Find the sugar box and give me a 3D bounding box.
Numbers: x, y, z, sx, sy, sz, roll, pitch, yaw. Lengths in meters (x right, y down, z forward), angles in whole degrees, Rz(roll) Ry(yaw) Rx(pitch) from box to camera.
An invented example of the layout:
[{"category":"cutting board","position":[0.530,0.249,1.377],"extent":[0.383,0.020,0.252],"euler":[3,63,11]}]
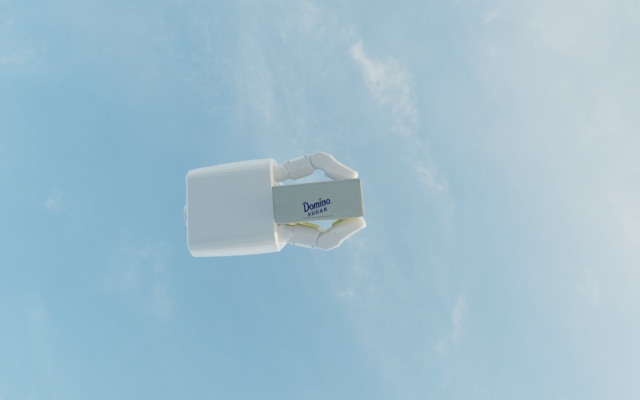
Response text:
[{"category":"sugar box","position":[0.000,0.002,0.564],"extent":[0.093,0.048,0.176],"euler":[-5,2,3]}]
